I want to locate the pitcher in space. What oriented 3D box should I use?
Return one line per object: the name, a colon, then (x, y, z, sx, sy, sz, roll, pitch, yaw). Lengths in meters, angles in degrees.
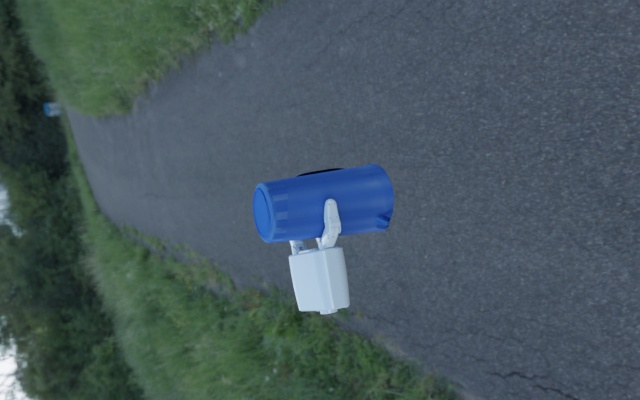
pitcher: (0.000, 0.003, 0.891, 0.243, 0.145, 0.149, -7, -6, -24)
